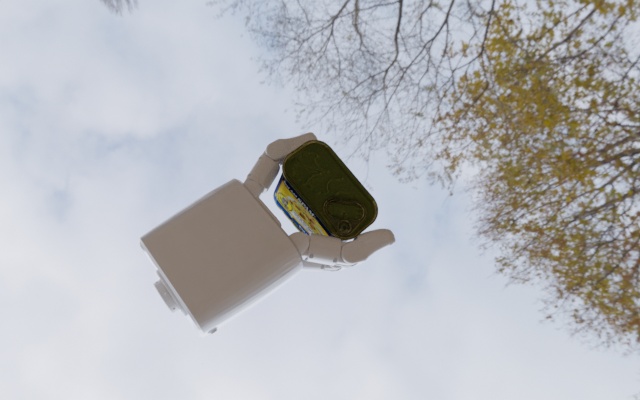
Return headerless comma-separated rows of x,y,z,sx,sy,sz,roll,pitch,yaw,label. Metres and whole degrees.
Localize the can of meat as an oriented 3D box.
0.000,0.002,0.490,0.057,0.102,0.084,-38,-6,-23,can of meat
